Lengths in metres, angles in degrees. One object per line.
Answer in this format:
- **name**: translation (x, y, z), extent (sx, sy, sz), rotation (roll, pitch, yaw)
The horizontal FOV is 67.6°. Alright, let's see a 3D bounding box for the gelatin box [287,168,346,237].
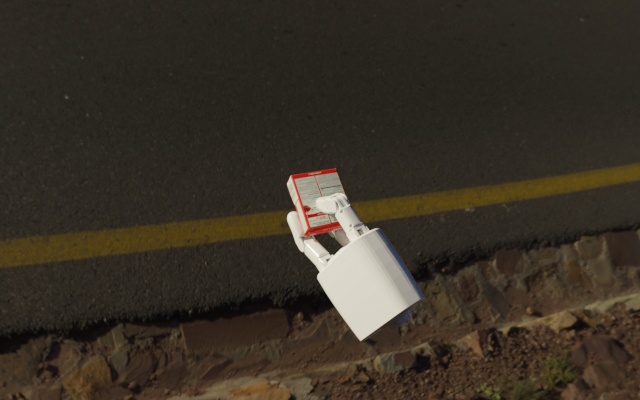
- **gelatin box**: translation (0.000, 0.002, 0.686), extent (0.073, 0.089, 0.030), rotation (-11, -22, -23)
